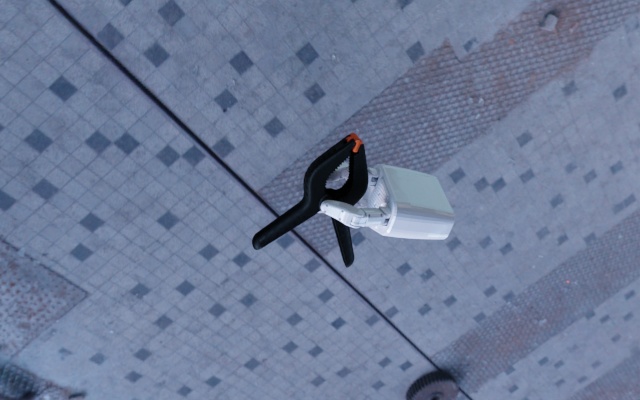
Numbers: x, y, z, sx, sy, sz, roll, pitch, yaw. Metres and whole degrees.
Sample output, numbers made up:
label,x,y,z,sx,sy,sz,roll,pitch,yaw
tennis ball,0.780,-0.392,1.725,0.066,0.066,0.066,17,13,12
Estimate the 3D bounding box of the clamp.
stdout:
label,x,y,z,sx,sy,sz,roll,pitch,yaw
clamp,0.001,0.002,0.675,0.164,0.210,0.036,7,27,-22
